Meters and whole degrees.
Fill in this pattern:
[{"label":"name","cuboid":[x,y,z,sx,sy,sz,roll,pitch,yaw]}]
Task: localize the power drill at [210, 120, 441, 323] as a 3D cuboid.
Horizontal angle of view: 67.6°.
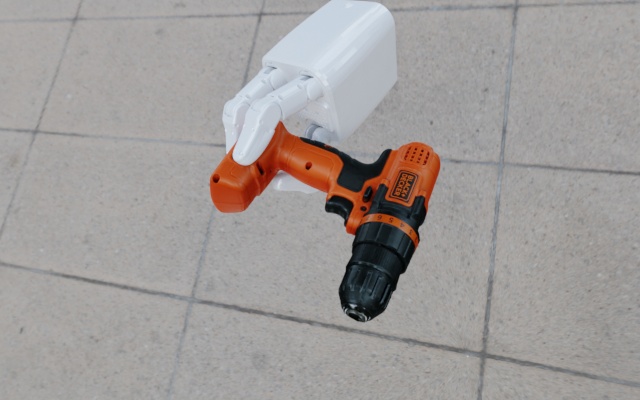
[{"label":"power drill","cuboid":[0.000,0.001,0.430,0.187,0.184,0.057,19,-37,13]}]
